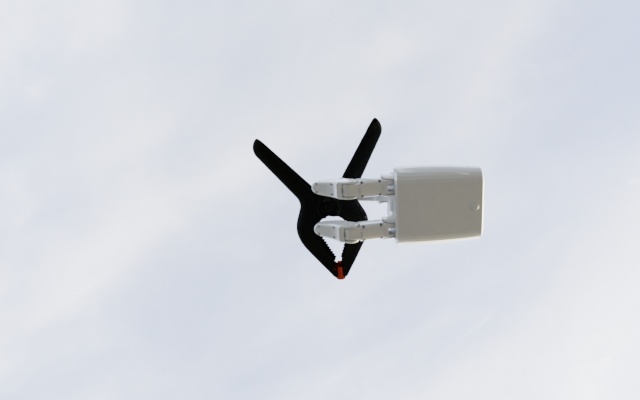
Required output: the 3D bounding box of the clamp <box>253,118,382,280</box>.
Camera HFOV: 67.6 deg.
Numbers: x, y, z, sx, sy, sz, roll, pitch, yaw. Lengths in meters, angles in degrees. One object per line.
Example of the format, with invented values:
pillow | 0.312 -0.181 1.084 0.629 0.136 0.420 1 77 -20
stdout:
clamp | 0.000 0.002 0.625 0.164 0.210 0.036 -2 14 5
